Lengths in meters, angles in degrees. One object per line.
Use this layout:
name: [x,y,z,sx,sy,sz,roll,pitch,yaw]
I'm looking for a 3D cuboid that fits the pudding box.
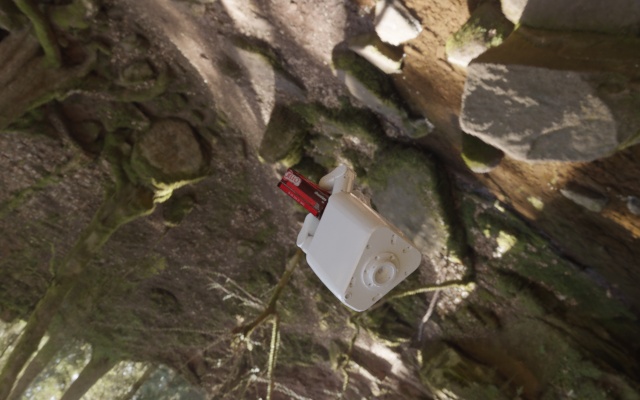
pudding box: [0.000,0.002,0.702,0.090,0.039,0.113,39,3,31]
